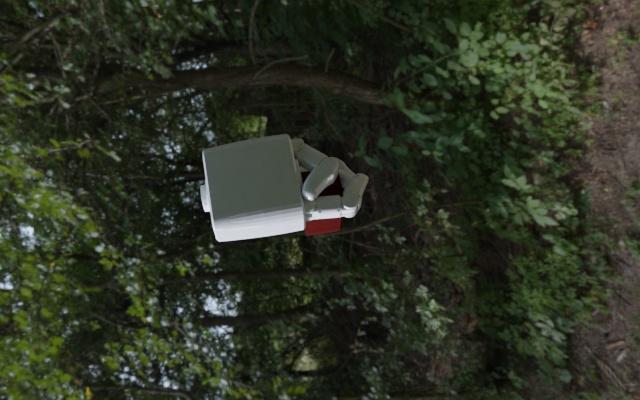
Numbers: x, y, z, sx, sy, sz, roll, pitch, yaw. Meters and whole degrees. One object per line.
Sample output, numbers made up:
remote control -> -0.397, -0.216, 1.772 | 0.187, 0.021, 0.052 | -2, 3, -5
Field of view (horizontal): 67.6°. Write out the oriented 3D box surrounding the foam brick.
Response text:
foam brick -> 0.000, 0.002, 0.624 | 0.051, 0.053, 0.078 | -10, -34, -8
